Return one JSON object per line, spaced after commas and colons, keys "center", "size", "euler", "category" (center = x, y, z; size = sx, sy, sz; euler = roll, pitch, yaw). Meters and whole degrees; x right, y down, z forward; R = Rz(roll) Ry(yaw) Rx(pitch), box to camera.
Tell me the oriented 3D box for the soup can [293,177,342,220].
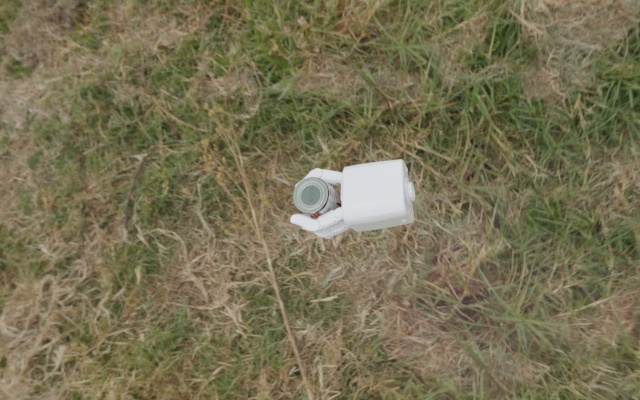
{"center": [0.000, 0.003, 0.858], "size": [0.068, 0.068, 0.102], "euler": [0, -14, 20], "category": "soup can"}
